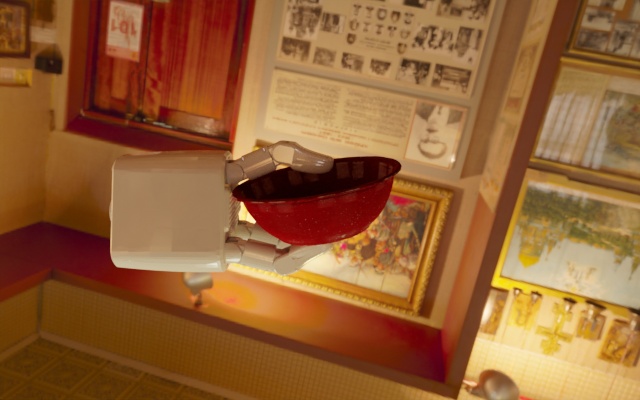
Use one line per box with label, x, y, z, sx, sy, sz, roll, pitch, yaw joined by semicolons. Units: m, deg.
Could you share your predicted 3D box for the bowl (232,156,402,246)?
bowl;0.001;0.002;0.459;0.162;0.055;0.162;-10;14;3
